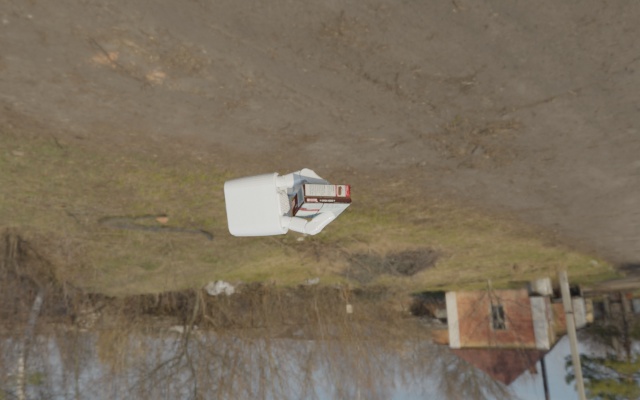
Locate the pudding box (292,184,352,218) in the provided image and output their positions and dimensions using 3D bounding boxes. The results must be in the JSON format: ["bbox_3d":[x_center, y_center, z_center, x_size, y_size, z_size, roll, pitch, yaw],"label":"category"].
[{"bbox_3d":[0.000,0.003,0.880,0.090,0.039,0.113,0,-15,-13],"label":"pudding box"}]
